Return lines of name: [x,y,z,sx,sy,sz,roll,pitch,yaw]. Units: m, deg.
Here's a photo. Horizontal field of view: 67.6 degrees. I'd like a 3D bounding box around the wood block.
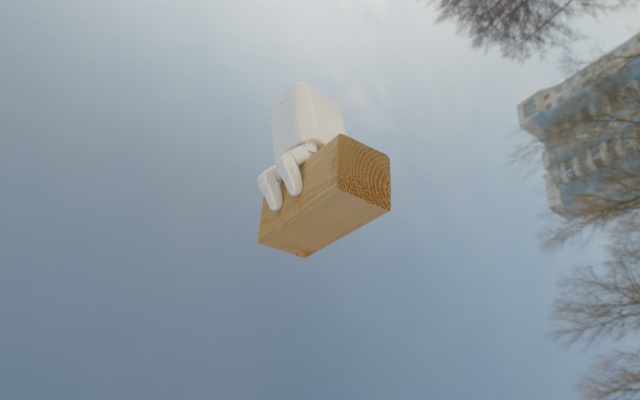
wood block: [0.000,0.002,0.695,0.091,0.090,0.206,21,-34,-28]
